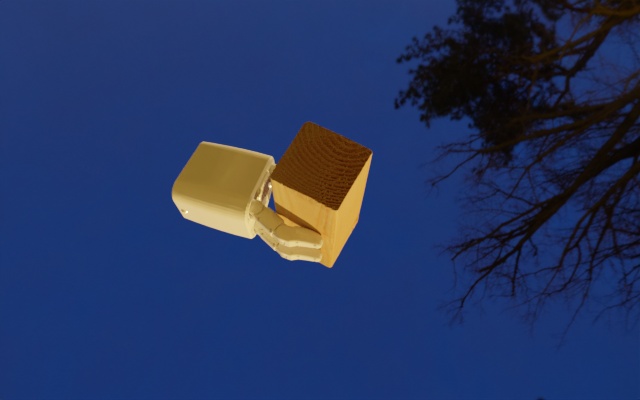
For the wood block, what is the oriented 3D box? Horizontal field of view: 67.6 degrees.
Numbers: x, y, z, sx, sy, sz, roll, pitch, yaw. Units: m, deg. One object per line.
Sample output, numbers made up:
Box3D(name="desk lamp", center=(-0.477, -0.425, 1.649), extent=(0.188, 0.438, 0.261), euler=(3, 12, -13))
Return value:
Box3D(name="wood block", center=(0.000, 0.002, 0.632), extent=(0.090, 0.090, 0.206), euler=(26, -22, 11))
